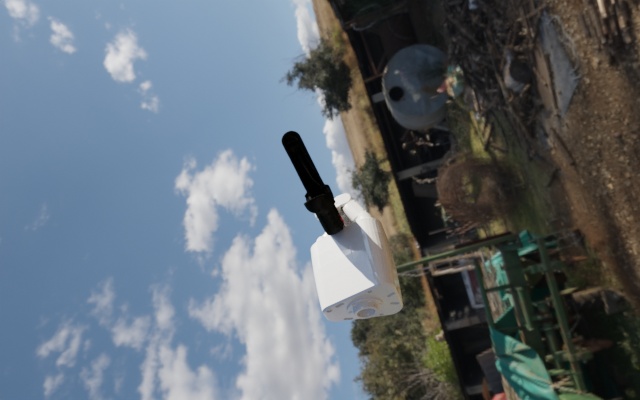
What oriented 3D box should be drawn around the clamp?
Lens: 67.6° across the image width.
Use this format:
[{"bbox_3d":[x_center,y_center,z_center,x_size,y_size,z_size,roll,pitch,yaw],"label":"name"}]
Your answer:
[{"bbox_3d":[0.000,0.002,0.618,0.039,0.120,0.172,-21,-42,10],"label":"clamp"}]
